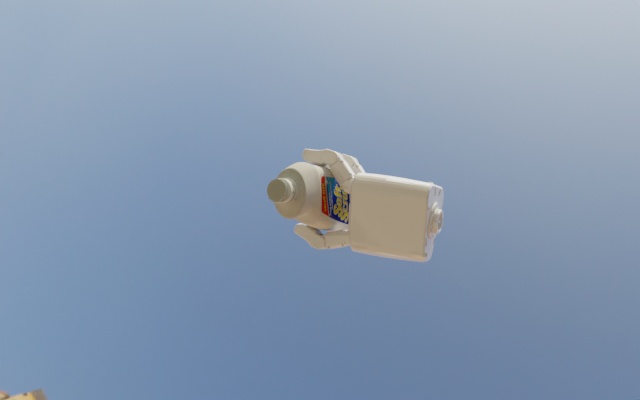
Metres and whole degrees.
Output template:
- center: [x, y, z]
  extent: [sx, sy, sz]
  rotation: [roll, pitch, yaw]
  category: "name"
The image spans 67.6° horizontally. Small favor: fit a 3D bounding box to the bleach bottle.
- center: [0.000, 0.002, 0.695]
  extent: [0.068, 0.102, 0.251]
  rotation: [8, 1, 26]
  category: "bleach bottle"
